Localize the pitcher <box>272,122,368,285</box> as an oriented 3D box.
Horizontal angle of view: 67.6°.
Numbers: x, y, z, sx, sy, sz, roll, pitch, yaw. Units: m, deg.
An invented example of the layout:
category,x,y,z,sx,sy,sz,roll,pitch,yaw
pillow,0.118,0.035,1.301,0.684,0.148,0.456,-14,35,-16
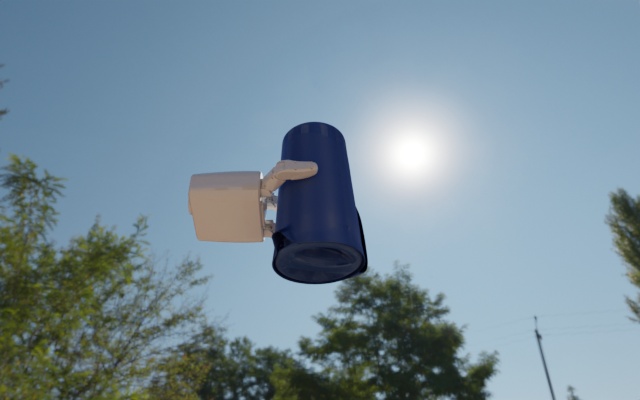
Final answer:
category,x,y,z,sx,sy,sz,roll,pitch,yaw
pitcher,0.000,0.002,0.749,0.145,0.242,0.149,-2,-35,-1
